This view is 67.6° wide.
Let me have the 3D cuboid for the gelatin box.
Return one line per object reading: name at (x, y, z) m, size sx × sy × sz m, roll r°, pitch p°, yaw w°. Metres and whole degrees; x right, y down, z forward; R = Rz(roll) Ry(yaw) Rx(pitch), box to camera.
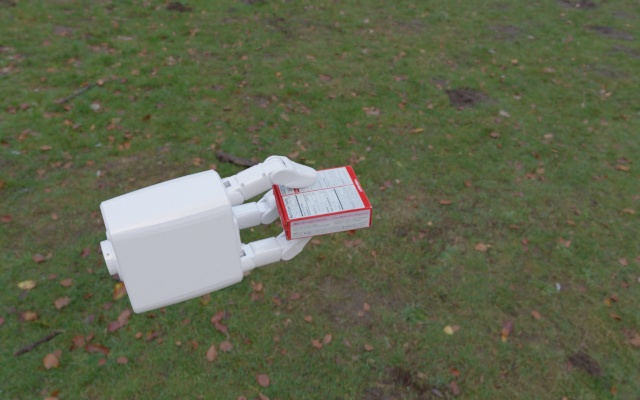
gelatin box at (0.000, 0.001, 0.492) m, size 0.089 × 0.030 × 0.073 m, roll -10°, pitch 41°, yaw -11°
